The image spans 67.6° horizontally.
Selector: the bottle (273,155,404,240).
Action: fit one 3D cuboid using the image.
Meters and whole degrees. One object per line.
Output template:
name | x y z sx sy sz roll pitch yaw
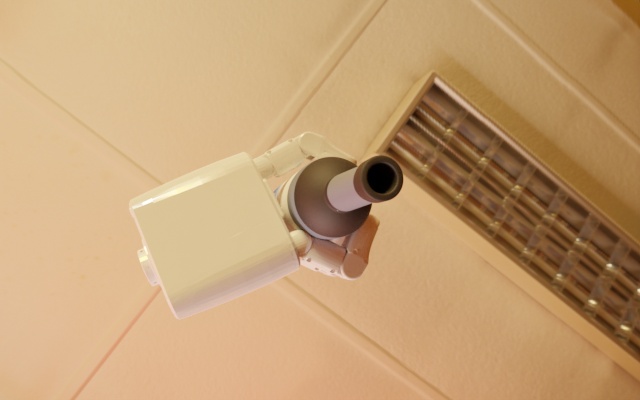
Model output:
bottle | 0.000 0.001 0.421 0.069 0.069 0.296 0 -6 -14
